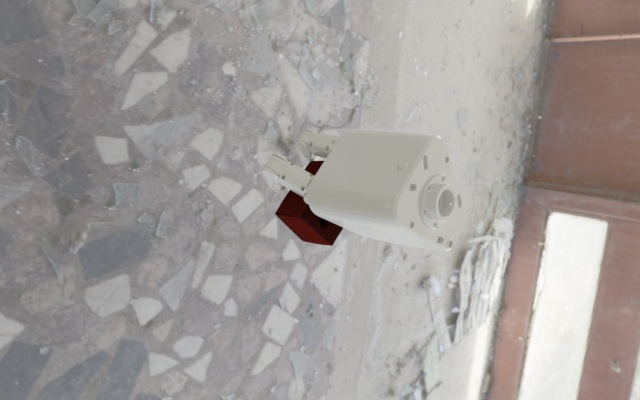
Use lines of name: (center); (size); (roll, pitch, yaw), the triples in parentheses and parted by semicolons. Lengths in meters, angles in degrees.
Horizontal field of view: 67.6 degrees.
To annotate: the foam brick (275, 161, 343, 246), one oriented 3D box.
foam brick: (0.000, 0.002, 0.514); (0.051, 0.078, 0.053); (7, -31, 51)
